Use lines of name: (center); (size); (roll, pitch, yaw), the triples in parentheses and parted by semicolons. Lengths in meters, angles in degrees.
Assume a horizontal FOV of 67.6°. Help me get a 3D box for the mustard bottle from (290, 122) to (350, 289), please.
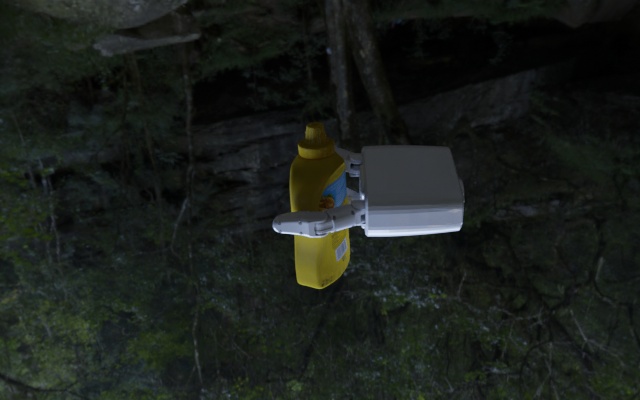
mustard bottle: (0.000, 0.002, 0.564); (0.058, 0.192, 0.096); (11, 31, 25)
